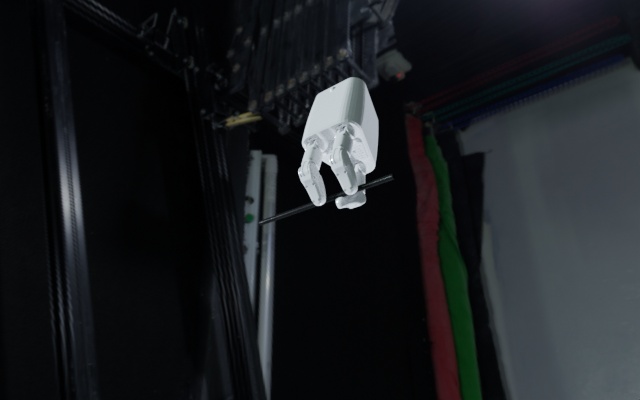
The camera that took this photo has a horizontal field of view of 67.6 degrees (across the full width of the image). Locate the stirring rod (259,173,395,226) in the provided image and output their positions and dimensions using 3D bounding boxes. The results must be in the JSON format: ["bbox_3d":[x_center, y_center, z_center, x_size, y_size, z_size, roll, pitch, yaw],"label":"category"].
[{"bbox_3d":[0.000,0.002,0.682,0.239,0.011,0.011,-20,-11,34],"label":"stirring rod"}]
